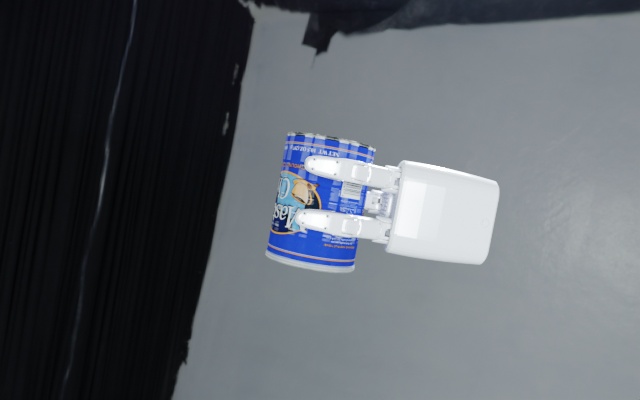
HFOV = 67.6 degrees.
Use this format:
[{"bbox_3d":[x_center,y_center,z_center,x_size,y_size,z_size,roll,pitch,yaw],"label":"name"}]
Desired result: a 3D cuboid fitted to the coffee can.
[{"bbox_3d":[0.000,0.002,0.542,0.103,0.140,0.103,10,2,0],"label":"coffee can"}]
